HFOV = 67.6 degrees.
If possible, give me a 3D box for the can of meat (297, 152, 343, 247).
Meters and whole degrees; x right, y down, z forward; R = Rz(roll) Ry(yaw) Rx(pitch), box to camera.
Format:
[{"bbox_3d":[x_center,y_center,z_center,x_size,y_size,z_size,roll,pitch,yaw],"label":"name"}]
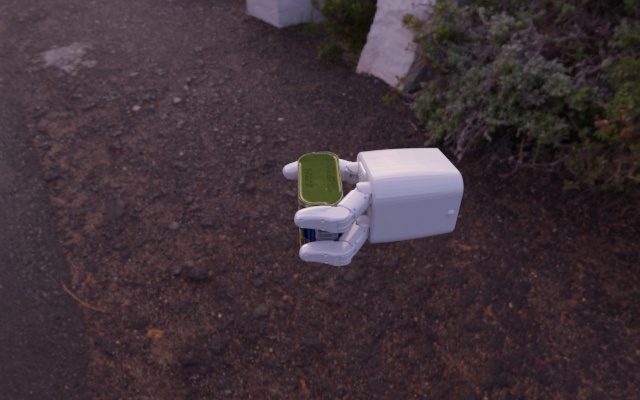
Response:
[{"bbox_3d":[0.000,0.002,0.586,0.057,0.084,0.102,-3,44,-1],"label":"can of meat"}]
